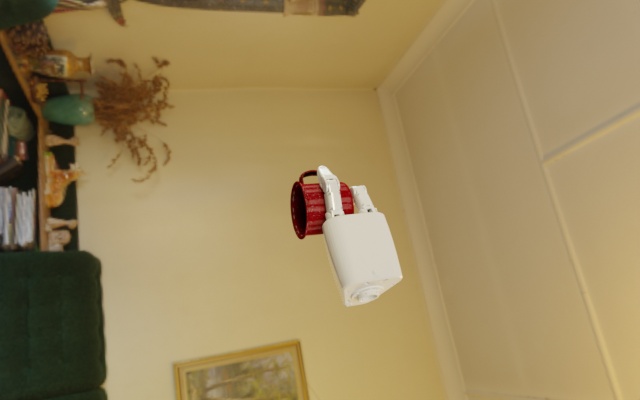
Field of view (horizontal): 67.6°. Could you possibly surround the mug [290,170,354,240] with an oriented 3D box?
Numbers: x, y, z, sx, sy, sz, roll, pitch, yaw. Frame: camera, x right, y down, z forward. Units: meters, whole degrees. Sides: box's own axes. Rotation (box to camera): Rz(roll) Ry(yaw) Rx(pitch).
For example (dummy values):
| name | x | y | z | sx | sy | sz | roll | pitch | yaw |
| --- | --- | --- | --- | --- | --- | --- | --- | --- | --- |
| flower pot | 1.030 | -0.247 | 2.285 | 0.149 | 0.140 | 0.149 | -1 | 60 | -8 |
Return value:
| name | x | y | z | sx | sy | sz | roll | pitch | yaw |
| --- | --- | --- | --- | --- | --- | --- | --- | --- | --- |
| mug | 0.000 | 0.001 | 0.773 | 0.081 | 0.117 | 0.093 | -5 | -29 | -19 |
